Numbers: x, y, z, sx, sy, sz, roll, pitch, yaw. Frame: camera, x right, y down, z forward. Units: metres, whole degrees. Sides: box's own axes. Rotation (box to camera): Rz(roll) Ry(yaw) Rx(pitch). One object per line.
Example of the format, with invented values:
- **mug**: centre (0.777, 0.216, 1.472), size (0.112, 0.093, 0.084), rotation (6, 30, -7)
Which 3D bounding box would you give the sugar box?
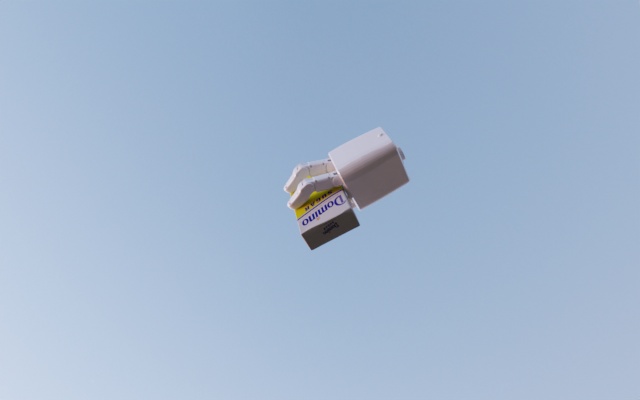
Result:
- **sugar box**: centre (0.000, 0.002, 0.829), size (0.093, 0.048, 0.176), rotation (-28, 30, 4)
